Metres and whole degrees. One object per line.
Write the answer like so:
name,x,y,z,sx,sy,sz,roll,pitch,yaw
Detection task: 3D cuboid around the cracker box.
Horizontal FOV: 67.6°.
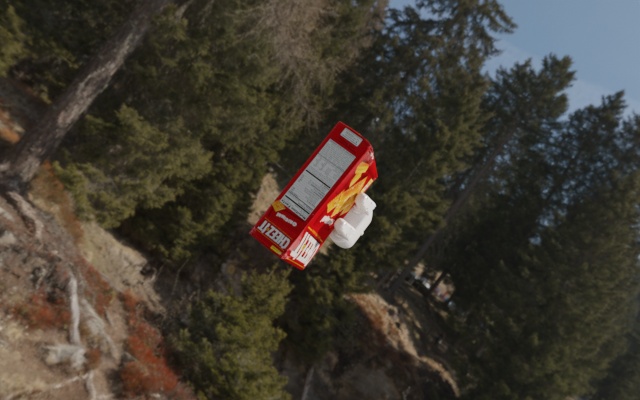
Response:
cracker box,0.000,0.002,0.758,0.072,0.213,0.164,37,-6,16
